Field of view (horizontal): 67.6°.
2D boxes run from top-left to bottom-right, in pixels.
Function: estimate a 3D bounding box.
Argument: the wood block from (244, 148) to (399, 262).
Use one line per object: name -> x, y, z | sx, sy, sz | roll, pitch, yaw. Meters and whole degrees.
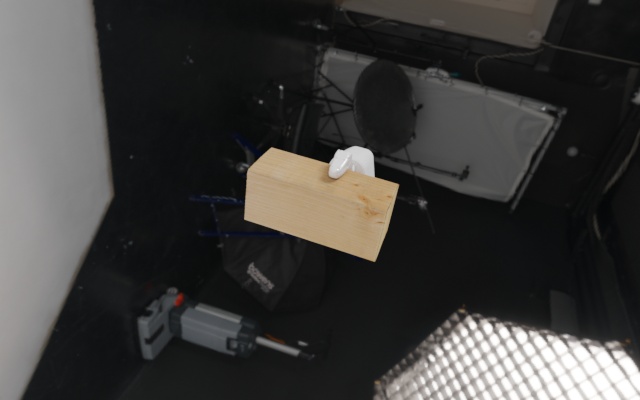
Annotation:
wood block -> 0.000, 0.002, 0.712 | 0.206, 0.091, 0.090 | 17, 33, 12
